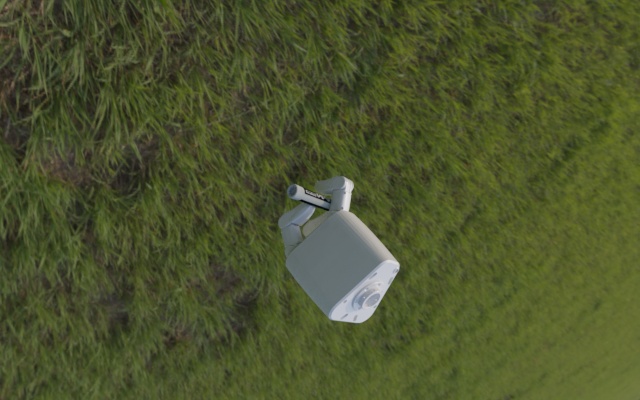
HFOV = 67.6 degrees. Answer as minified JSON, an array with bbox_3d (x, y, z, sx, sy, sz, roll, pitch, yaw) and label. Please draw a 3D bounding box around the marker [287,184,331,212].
[{"bbox_3d":[0.000,0.002,0.663,0.020,0.020,0.121,0,-14,39],"label":"marker"}]
